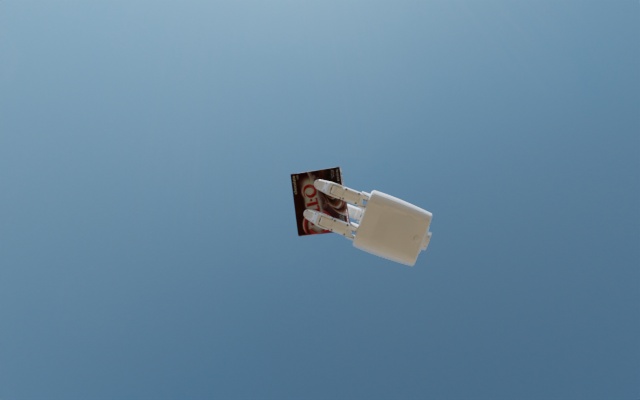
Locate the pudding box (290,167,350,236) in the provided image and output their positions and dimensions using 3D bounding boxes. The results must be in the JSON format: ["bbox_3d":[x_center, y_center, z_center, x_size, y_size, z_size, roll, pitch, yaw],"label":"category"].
[{"bbox_3d":[0.000,0.003,0.840,0.090,0.113,0.039,-8,-4,11],"label":"pudding box"}]
